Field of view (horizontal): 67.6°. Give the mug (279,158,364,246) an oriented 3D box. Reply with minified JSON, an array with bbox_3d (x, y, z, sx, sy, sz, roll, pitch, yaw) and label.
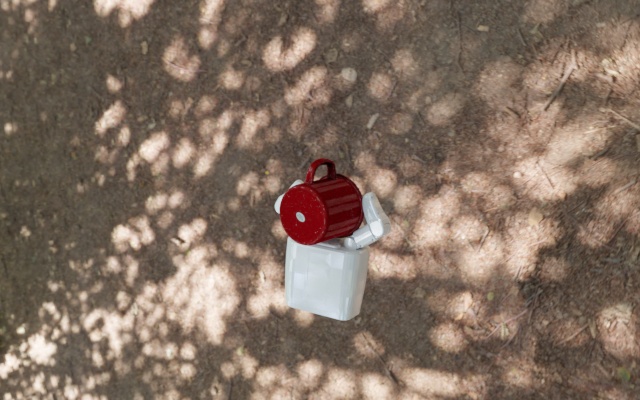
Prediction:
[{"bbox_3d":[0.000,0.001,0.641,0.093,0.117,0.081,14,17,35],"label":"mug"}]
